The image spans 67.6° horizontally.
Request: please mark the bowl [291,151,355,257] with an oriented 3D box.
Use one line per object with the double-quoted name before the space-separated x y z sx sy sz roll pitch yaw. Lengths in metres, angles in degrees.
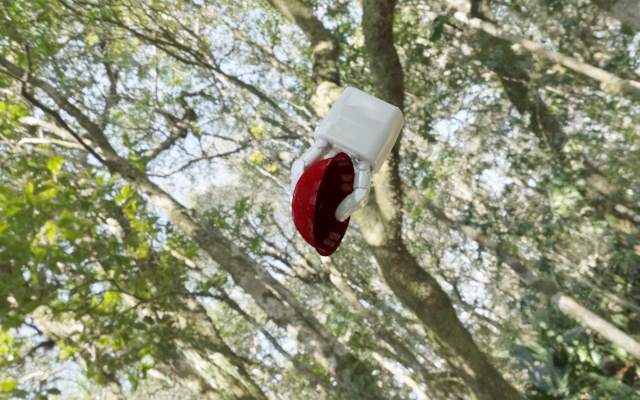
"bowl" -0.001 0.003 0.731 0.055 0.162 0.162 11 4 22
